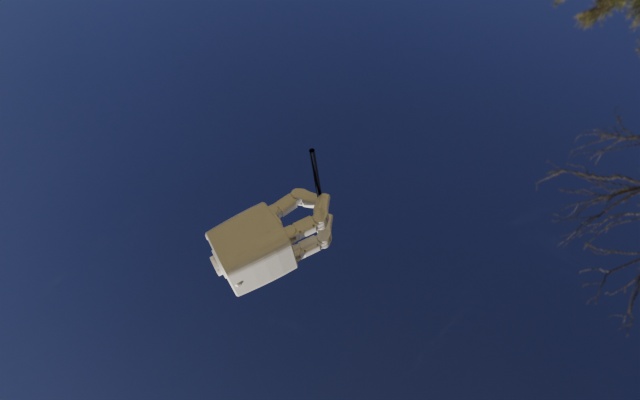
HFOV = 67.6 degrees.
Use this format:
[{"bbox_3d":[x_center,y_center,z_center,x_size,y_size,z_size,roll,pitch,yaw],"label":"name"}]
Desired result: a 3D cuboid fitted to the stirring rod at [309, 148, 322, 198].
[{"bbox_3d":[0.000,0.002,0.761,0.011,0.011,0.240,0,-37,7],"label":"stirring rod"}]
